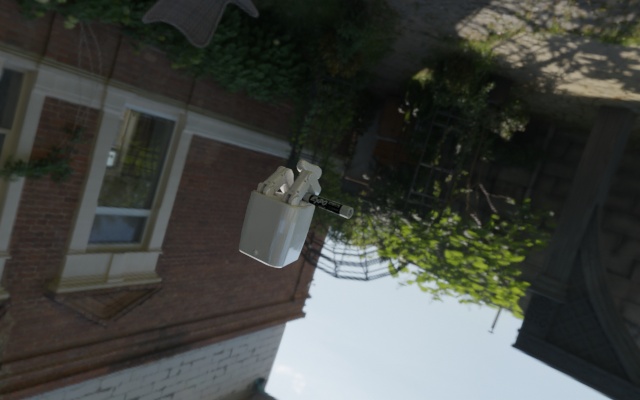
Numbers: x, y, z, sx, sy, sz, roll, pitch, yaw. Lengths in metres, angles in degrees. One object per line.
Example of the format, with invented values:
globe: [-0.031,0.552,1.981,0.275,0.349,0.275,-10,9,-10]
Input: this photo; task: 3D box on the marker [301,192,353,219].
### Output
marker: [0.000,0.003,0.798,0.121,0.020,0.020,20,11,32]
